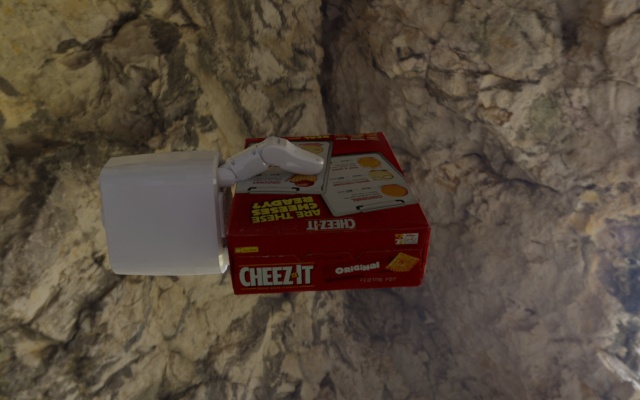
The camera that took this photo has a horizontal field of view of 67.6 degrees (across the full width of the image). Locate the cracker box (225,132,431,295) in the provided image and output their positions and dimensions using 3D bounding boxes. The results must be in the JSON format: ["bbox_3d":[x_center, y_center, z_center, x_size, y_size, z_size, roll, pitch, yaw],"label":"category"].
[{"bbox_3d":[0.000,0.001,0.479,0.164,0.072,0.213,-3,29,-3],"label":"cracker box"}]
